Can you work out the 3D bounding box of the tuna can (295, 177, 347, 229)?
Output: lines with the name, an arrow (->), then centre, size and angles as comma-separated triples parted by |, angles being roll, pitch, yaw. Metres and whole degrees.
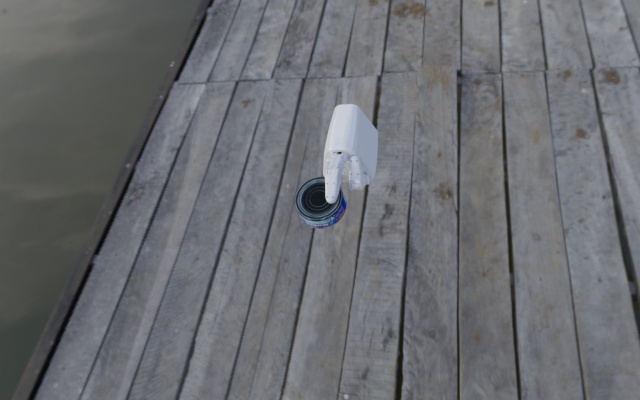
tuna can -> 0.000, 0.002, 0.818 | 0.086, 0.086, 0.034 | 0, -27, 14
